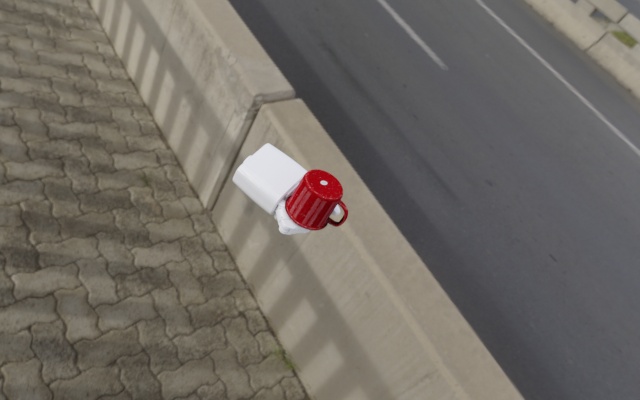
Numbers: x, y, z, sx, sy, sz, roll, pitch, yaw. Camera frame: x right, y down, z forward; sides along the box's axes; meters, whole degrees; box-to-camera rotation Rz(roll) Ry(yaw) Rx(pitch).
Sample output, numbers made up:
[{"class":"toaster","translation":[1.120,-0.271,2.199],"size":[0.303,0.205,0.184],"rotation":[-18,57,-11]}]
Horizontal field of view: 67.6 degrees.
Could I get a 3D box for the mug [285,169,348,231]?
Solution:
[{"class":"mug","translation":[0.001,0.004,0.897],"size":[0.117,0.081,0.093],"rotation":[37,38,6]}]
